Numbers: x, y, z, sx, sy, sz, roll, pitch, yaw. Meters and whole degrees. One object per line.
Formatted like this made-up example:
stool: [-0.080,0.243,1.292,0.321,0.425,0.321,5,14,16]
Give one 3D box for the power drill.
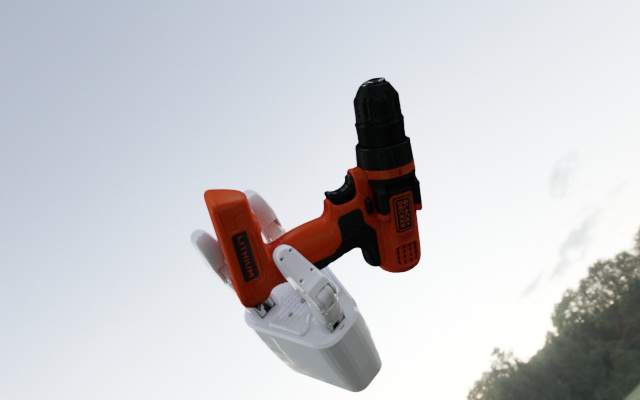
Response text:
power drill: [0.000,0.002,0.417,0.187,0.184,0.057,-17,20,-14]
